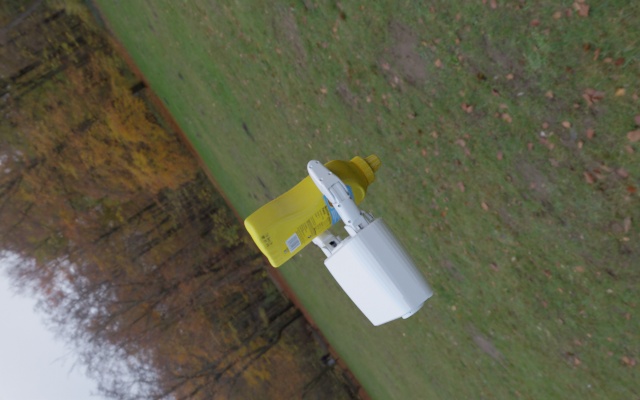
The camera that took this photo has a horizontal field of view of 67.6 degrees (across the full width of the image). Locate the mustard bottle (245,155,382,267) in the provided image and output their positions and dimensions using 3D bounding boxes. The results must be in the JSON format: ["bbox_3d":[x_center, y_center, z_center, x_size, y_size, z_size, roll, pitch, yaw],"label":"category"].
[{"bbox_3d":[0.000,0.002,0.610,0.191,0.058,0.096,-36,-32,-11],"label":"mustard bottle"}]
